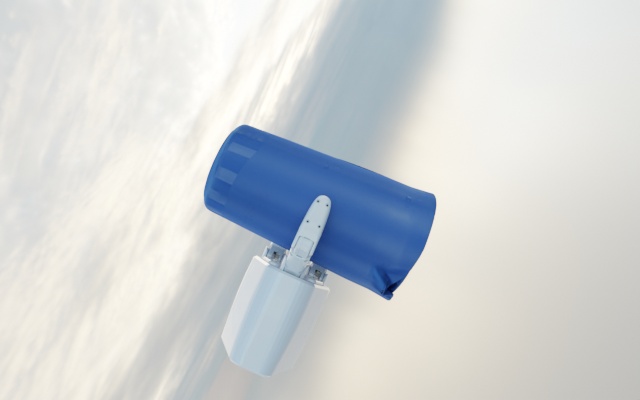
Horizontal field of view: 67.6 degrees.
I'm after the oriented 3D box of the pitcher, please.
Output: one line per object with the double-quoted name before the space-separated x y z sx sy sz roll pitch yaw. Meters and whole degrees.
"pitcher" 0.000 0.002 0.555 0.243 0.145 0.149 24 -6 -1
